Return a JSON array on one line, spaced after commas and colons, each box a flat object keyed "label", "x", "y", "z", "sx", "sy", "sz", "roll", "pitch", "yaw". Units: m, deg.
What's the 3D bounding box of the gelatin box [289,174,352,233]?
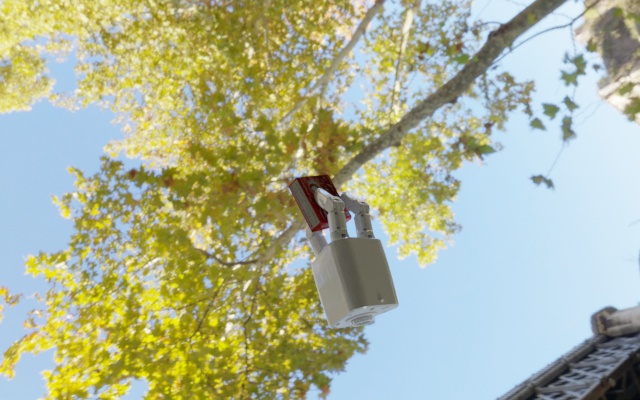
[{"label": "gelatin box", "x": 0.000, "y": 0.002, "z": 0.769, "sx": 0.073, "sy": 0.089, "sz": 0.030, "roll": -10, "pitch": -26, "yaw": -45}]
